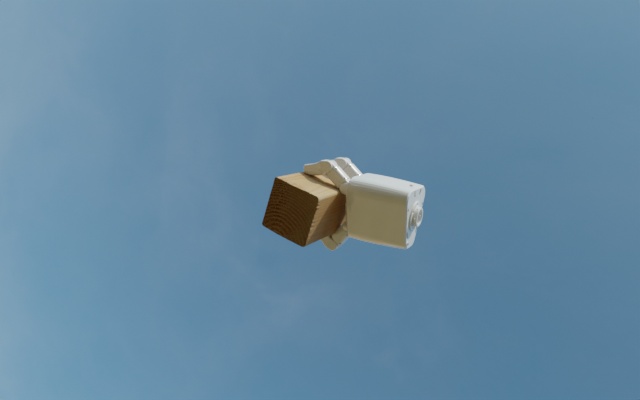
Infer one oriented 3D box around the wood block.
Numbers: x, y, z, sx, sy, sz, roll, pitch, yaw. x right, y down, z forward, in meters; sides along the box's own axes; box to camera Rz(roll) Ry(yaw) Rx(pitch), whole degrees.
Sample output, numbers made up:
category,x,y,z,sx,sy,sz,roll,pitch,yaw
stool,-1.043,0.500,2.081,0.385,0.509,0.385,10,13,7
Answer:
category,x,y,z,sx,sy,sz,roll,pitch,yaw
wood block,0.000,0.003,0.848,0.090,0.091,0.206,26,20,24
